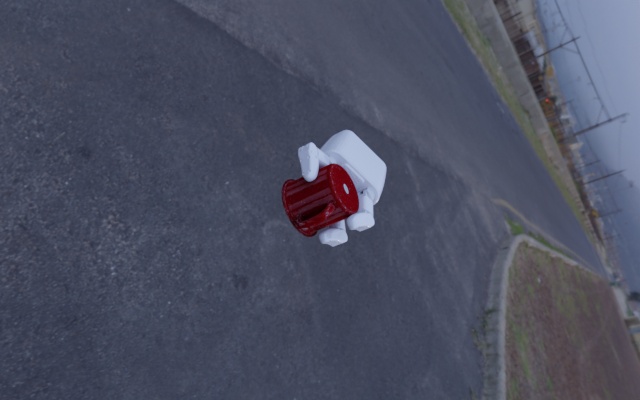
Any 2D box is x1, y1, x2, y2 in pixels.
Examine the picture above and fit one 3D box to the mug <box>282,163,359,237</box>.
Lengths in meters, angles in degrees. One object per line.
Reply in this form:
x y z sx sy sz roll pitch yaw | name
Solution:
0.000 0.003 0.686 0.081 0.093 0.117 -24 19 26 | mug
